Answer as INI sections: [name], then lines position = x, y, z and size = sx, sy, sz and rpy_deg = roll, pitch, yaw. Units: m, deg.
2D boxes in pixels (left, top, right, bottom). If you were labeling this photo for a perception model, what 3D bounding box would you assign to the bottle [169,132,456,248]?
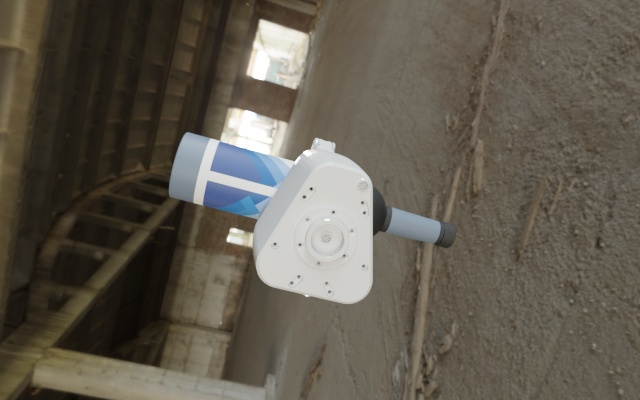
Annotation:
[bottle]
position = 0.000, 0.002, 0.495
size = 0.296, 0.069, 0.069
rpy_deg = 15, -2, -9
